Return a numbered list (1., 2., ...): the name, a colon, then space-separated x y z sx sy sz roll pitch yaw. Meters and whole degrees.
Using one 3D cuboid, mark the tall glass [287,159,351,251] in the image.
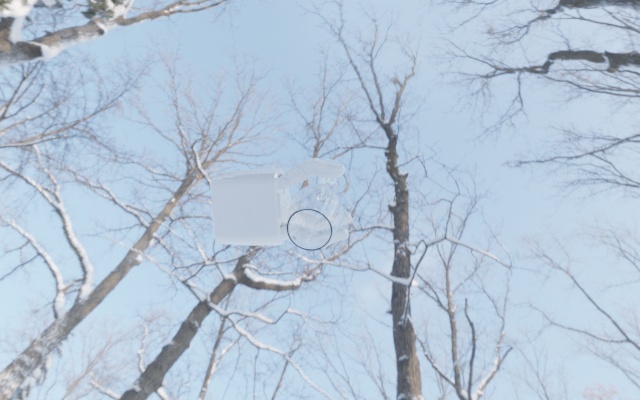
1. tall glass: 0.000 0.002 0.721 0.079 0.079 0.201 0 22 9
